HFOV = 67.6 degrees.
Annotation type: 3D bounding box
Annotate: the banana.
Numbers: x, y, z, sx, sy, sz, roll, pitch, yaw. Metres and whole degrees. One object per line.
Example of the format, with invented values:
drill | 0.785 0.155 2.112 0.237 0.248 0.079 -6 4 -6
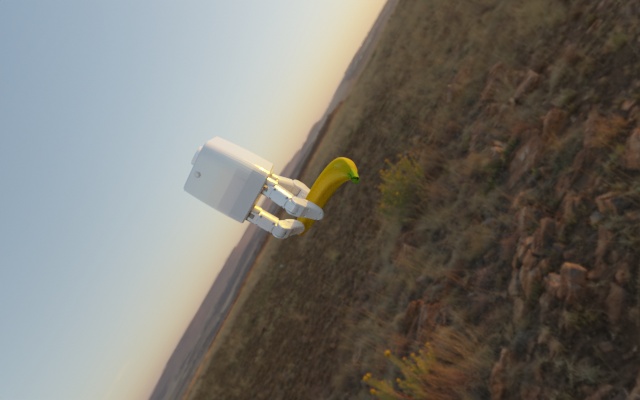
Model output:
banana | 0.006 -0.013 0.753 0.037 0.069 0.198 27 -37 -11
